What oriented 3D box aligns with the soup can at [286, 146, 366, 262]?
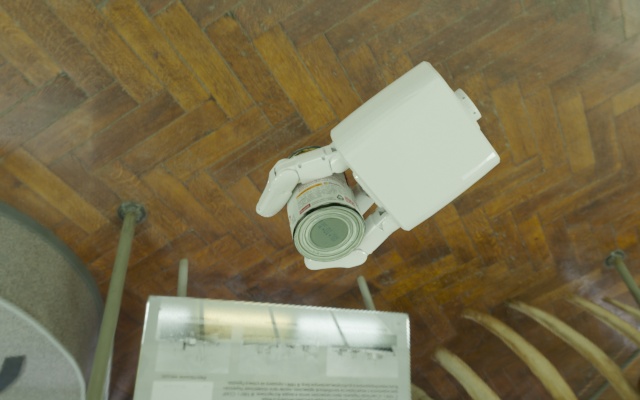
[{"bbox_3d":[0.000,0.002,0.463,0.068,0.068,0.102,0,36,-12],"label":"soup can"}]
